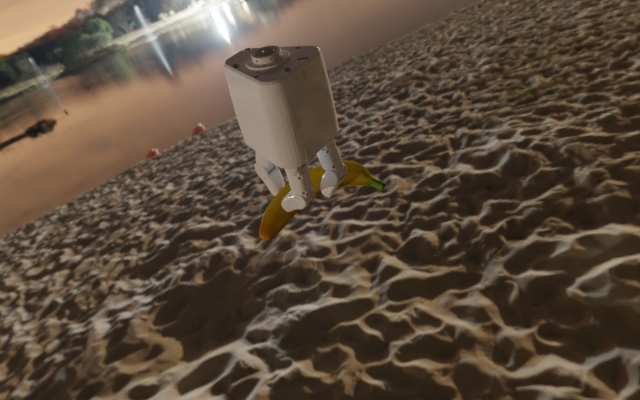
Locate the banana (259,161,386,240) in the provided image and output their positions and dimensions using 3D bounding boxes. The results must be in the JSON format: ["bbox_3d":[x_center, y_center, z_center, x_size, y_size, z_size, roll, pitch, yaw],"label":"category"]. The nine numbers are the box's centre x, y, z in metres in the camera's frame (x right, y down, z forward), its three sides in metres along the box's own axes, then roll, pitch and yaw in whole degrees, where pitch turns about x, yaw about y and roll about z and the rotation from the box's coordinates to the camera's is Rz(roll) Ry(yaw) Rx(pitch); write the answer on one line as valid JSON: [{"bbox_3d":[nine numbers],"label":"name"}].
[{"bbox_3d":[-0.007,-0.011,0.658,0.198,0.069,0.037,-24,-35,-20],"label":"banana"}]
